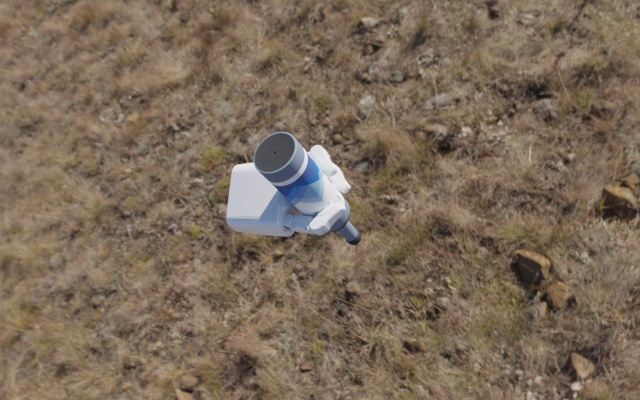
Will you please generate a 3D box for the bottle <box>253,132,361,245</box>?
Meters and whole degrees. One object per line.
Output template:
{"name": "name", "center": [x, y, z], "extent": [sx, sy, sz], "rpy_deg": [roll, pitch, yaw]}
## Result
{"name": "bottle", "center": [0.000, 0.002, 0.752], "extent": [0.069, 0.069, 0.296], "rpy_deg": [0, -27, 28]}
